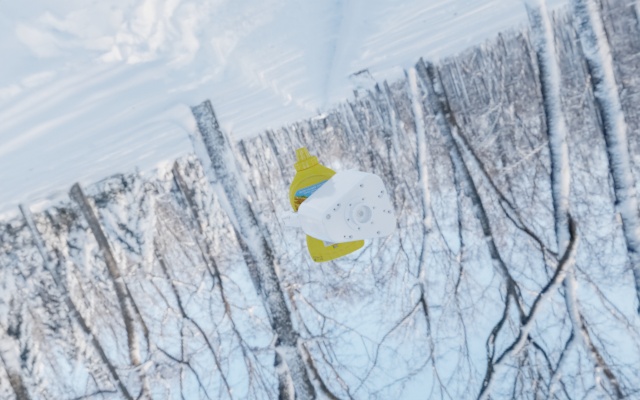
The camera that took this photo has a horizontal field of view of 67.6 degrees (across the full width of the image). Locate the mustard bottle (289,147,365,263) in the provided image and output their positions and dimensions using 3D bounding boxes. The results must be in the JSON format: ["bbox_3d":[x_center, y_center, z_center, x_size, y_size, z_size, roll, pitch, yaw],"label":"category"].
[{"bbox_3d":[0.000,0.003,0.802,0.096,0.192,0.058,-19,11,8],"label":"mustard bottle"}]
